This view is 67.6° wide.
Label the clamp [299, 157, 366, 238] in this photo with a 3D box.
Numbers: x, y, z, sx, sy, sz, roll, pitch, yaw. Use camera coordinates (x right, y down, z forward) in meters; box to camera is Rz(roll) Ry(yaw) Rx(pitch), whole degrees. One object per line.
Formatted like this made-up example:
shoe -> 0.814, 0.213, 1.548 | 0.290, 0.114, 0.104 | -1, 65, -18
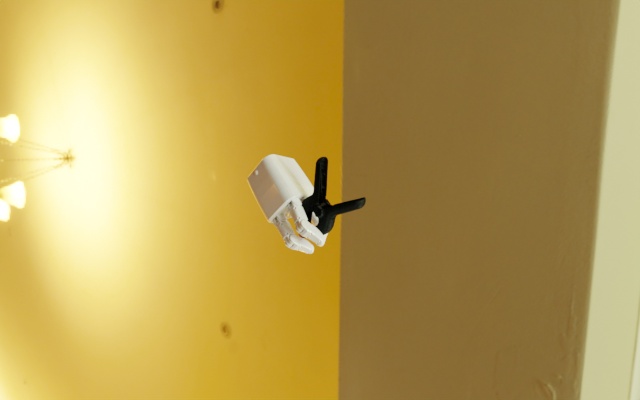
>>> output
clamp -> 0.001, 0.003, 0.900 | 0.039, 0.120, 0.171 | -13, -24, -49
